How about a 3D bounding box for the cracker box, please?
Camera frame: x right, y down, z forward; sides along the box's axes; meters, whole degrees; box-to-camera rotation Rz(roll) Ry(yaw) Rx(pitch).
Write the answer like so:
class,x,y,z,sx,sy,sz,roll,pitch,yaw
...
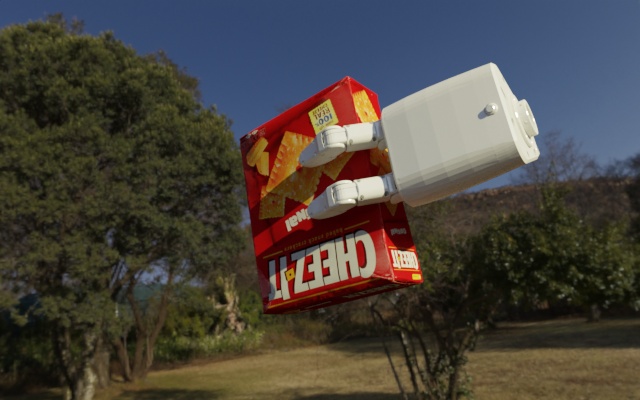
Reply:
class,x,y,z,sx,sy,sz,roll,pitch,yaw
cracker box,0.000,0.002,0.516,0.164,0.213,0.072,-22,-21,32
